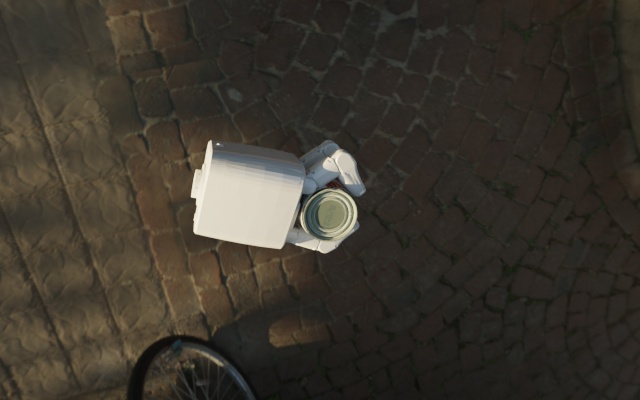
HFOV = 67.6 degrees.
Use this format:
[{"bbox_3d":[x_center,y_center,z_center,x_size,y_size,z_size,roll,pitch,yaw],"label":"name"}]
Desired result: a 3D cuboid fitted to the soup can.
[{"bbox_3d":[0.001,0.002,0.589,0.068,0.068,0.102,0,18,-14],"label":"soup can"}]
